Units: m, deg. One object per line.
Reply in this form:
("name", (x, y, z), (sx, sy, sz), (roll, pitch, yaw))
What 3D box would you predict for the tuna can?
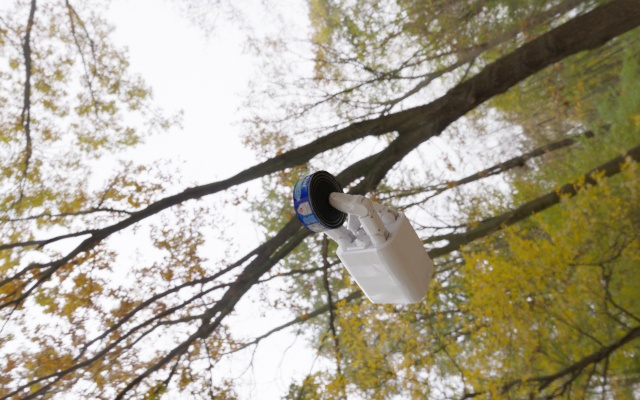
("tuna can", (0.000, 0.002, 0.677), (0.034, 0.086, 0.086), (-18, -11, 36))
